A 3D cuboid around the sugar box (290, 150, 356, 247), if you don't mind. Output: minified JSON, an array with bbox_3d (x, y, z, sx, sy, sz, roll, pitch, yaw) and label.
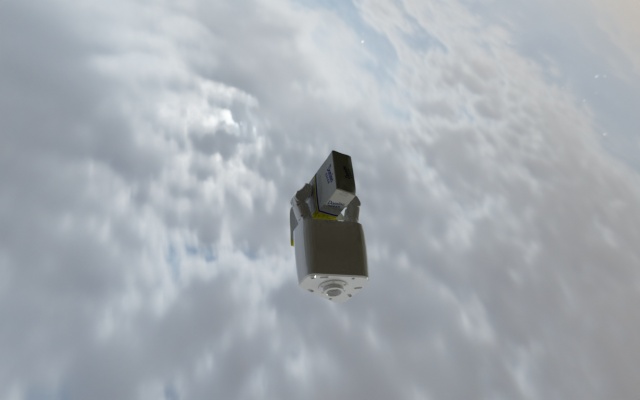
[{"bbox_3d":[0.001,0.003,0.859,0.048,0.093,0.176,18,-44,-25],"label":"sugar box"}]
